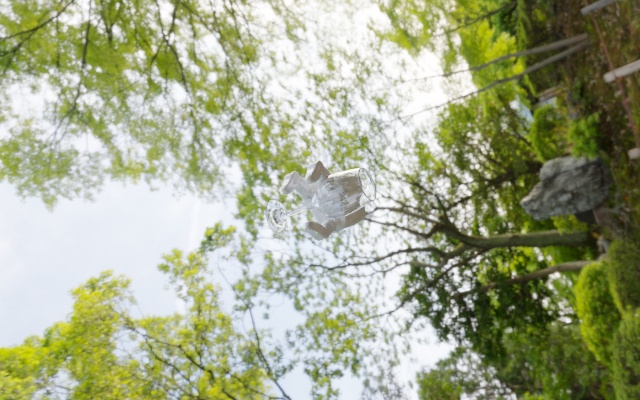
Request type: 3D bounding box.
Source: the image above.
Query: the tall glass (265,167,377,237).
[{"bbox_3d":[0.000,0.003,0.866,0.201,0.079,0.079,-21,-11,29],"label":"tall glass"}]
